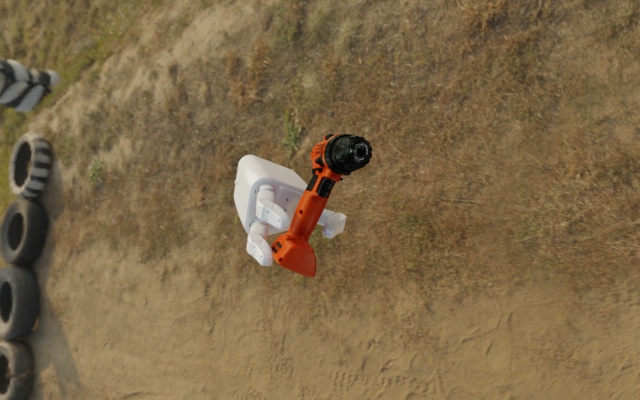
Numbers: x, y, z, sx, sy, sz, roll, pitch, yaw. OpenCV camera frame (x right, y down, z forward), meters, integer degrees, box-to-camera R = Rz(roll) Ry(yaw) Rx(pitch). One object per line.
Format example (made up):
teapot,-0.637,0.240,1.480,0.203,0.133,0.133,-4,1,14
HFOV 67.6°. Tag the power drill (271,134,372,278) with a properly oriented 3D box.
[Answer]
power drill,0.000,0.002,0.627,0.057,0.187,0.184,25,-2,-11
